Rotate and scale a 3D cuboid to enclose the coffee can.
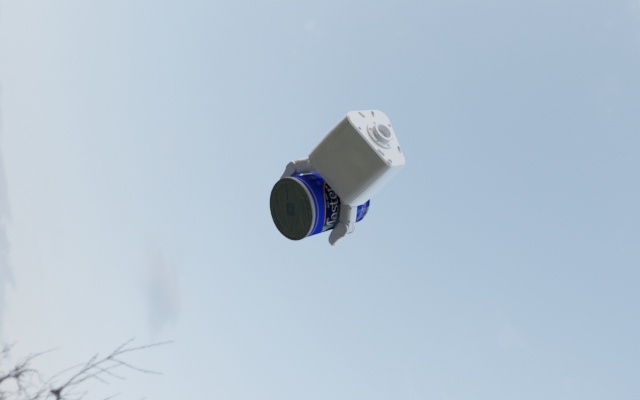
[{"bbox_3d":[0.000,0.003,0.804,0.103,0.103,0.140,0,10,45],"label":"coffee can"}]
